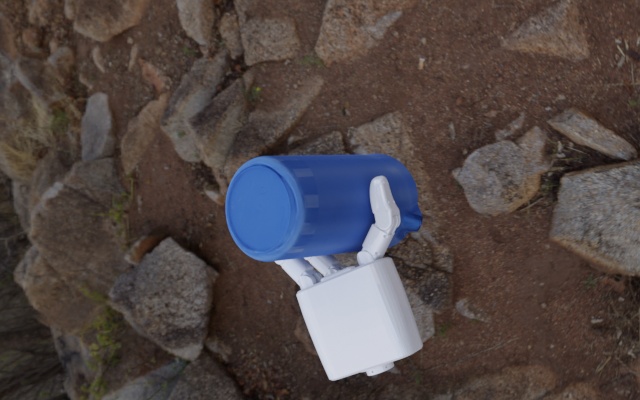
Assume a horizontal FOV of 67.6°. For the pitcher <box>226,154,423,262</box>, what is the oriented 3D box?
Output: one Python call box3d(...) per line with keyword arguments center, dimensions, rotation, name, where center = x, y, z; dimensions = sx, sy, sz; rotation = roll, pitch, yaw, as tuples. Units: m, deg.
box3d(center=(0.000, 0.002, 0.579), dimensions=(0.149, 0.145, 0.243), rotation=(-28, -15, 34), name="pitcher")
